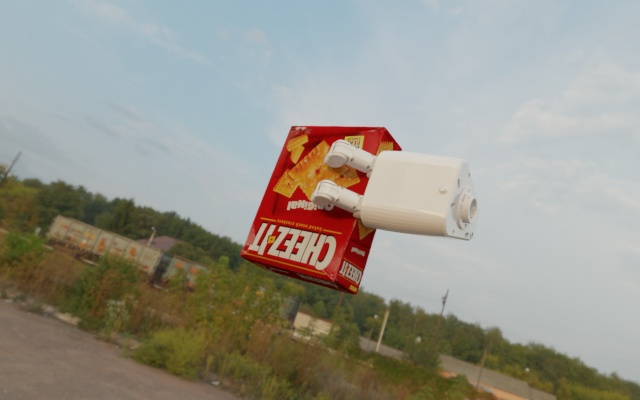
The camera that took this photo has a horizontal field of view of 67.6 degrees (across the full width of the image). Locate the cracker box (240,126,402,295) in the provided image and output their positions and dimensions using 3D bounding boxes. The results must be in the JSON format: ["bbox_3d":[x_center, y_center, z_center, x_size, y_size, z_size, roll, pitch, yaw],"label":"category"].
[{"bbox_3d":[0.000,0.002,0.658,0.164,0.213,0.072,8,-19,36],"label":"cracker box"}]
